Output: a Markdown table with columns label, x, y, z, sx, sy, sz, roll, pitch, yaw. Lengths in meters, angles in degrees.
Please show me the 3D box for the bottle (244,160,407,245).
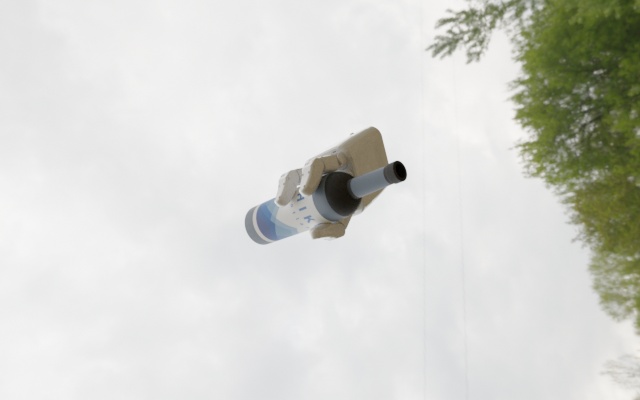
| label | x | y | z | sx | sy | sz | roll | pitch | yaw |
| --- | --- | --- | --- | --- | --- | --- | --- | --- | --- |
| bottle | 0.000 | 0.002 | 0.692 | 0.069 | 0.069 | 0.296 | 0 | -15 | -44 |
